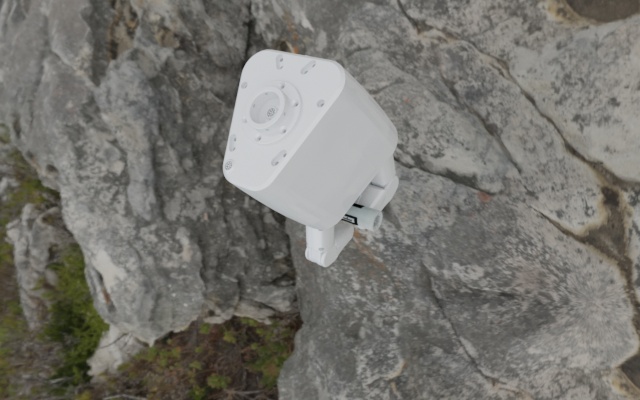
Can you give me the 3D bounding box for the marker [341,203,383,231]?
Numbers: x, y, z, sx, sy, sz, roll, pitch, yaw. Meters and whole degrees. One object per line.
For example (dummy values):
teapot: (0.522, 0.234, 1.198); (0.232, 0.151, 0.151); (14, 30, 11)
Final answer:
marker: (0.000, 0.001, 0.442); (0.121, 0.020, 0.020); (19, 10, 31)
